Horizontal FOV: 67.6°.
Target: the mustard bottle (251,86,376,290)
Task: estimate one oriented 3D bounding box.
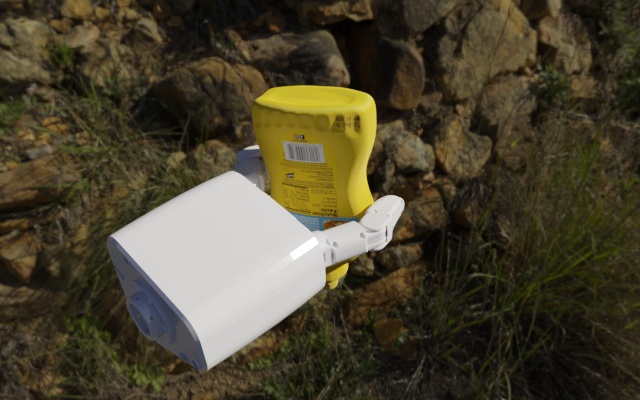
[{"bbox_3d":[0.000,0.001,0.414,0.096,0.192,0.058,7,34,18],"label":"mustard bottle"}]
